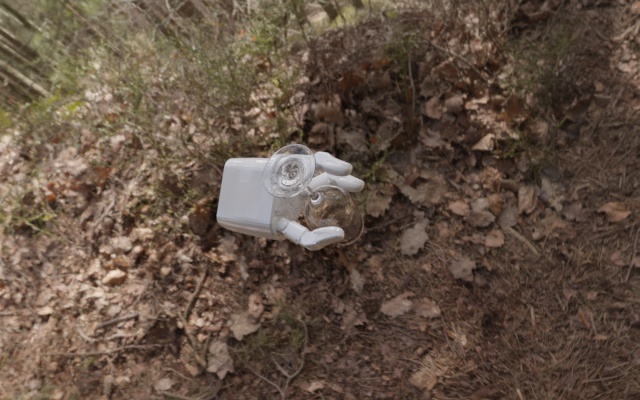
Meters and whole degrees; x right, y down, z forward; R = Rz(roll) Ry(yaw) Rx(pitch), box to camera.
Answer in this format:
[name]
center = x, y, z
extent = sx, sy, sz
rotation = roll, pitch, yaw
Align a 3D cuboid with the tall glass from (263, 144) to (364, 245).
[tall glass]
center = 0.000, 0.002, 0.671
extent = 0.079, 0.079, 0.201
rotation = 0, -24, 26
